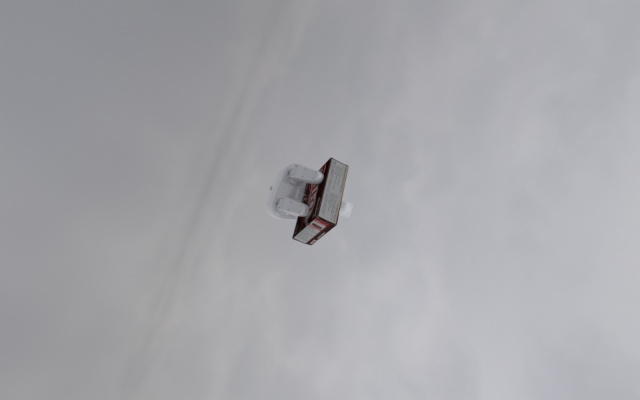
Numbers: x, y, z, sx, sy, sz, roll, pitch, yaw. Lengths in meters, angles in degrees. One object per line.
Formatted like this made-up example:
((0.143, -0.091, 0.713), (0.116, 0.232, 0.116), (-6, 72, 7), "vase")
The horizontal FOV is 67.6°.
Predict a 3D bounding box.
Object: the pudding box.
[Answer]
((0.000, 0.003, 0.740), (0.039, 0.113, 0.090), (22, -33, -17), "pudding box")
